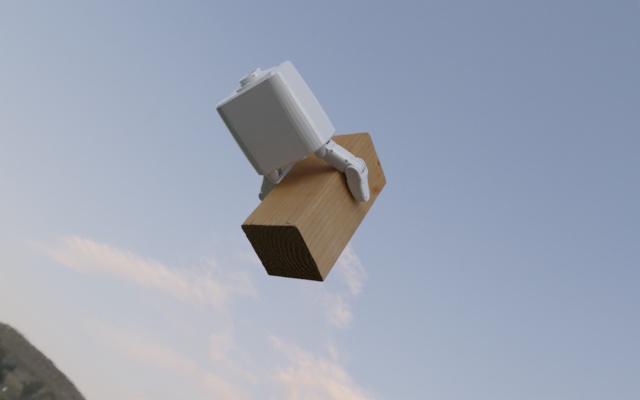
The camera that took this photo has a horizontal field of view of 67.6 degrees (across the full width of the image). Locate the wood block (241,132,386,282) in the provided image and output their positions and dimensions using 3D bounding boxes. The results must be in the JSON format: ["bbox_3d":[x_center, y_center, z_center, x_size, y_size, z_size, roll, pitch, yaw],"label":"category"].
[{"bbox_3d":[0.000,0.002,0.641,0.091,0.090,0.206,0,37,36],"label":"wood block"}]
